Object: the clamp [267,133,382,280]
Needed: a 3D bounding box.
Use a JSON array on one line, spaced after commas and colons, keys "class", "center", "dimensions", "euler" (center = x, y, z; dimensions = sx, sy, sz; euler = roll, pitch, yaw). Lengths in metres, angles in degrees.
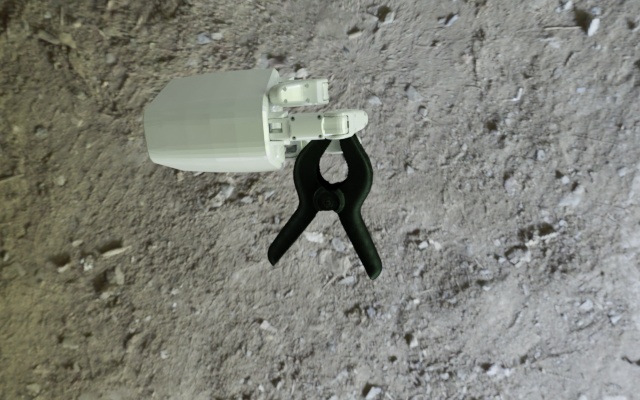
[{"class": "clamp", "center": [0.000, 0.002, 0.480], "dimensions": [0.120, 0.171, 0.039], "euler": [-3, 16, 2]}]
